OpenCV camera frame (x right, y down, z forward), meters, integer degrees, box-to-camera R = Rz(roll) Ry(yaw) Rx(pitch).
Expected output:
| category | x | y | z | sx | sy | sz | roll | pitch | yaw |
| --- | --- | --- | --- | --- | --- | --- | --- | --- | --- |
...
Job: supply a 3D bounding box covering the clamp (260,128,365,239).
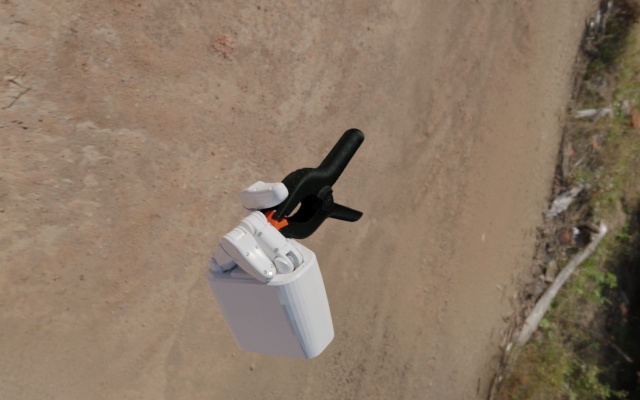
| category | x | y | z | sx | sy | sz | roll | pitch | yaw |
| --- | --- | --- | --- | --- | --- | --- | --- | --- | --- |
| clamp | 0.000 | 0.002 | 0.545 | 0.039 | 0.120 | 0.171 | 14 | 38 | 41 |
